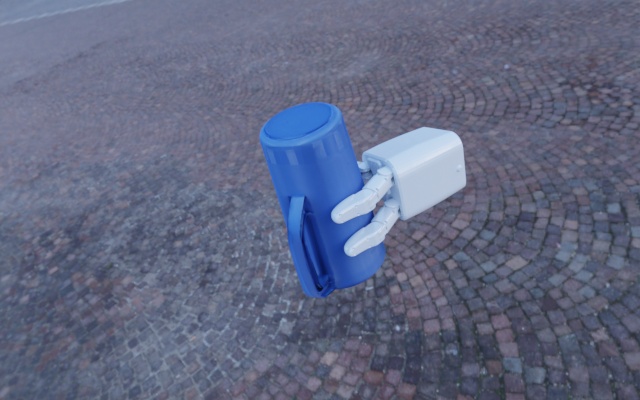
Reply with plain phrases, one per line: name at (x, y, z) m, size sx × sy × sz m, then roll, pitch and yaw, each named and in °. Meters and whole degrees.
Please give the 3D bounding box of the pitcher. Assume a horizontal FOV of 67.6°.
pitcher at (0.000, 0.002, 0.649) m, size 0.145 × 0.243 × 0.149 m, roll -25°, pitch 35°, yaw -10°
